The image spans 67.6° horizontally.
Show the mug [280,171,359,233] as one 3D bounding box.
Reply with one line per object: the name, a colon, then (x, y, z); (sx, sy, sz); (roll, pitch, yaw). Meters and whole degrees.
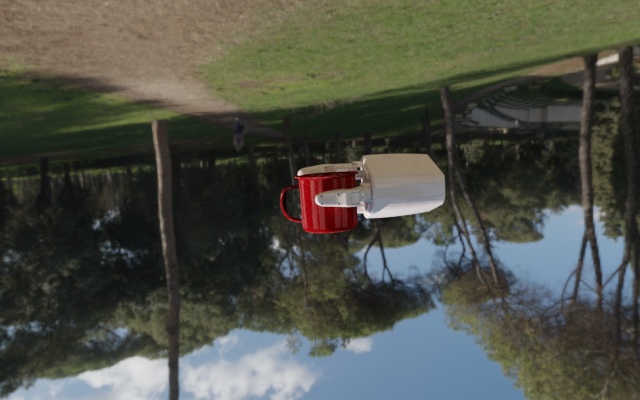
mug: (-0.001, 0.003, 0.696); (0.117, 0.081, 0.093); (-4, 6, -1)
